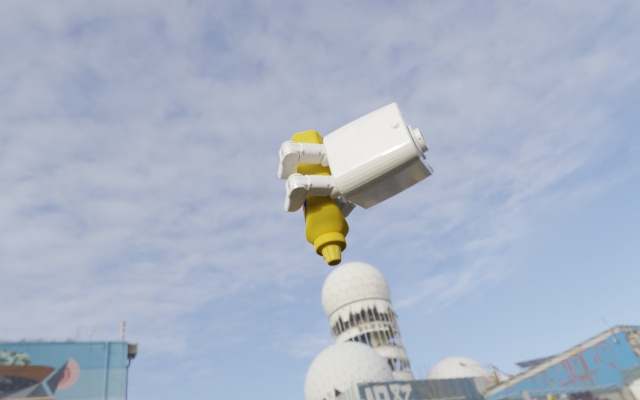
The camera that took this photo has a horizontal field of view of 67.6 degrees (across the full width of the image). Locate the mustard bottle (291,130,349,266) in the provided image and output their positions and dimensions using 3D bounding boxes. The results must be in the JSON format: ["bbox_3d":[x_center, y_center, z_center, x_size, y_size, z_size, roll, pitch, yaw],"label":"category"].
[{"bbox_3d":[0.000,0.002,0.650,0.058,0.191,0.096,-12,-36,-3],"label":"mustard bottle"}]
